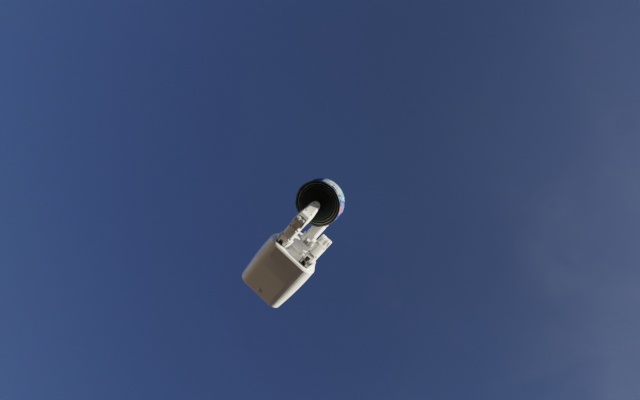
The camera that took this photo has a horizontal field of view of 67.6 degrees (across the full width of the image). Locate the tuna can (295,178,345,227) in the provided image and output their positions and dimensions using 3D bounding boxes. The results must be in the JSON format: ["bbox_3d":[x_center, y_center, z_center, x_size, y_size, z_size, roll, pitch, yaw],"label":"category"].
[{"bbox_3d":[0.000,0.003,0.868,0.086,0.086,0.033,0,12,21],"label":"tuna can"}]
